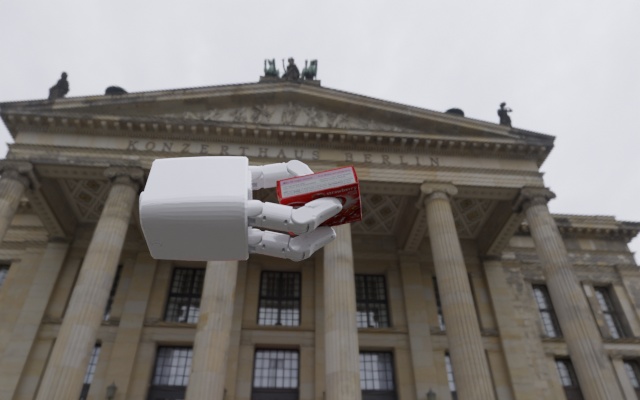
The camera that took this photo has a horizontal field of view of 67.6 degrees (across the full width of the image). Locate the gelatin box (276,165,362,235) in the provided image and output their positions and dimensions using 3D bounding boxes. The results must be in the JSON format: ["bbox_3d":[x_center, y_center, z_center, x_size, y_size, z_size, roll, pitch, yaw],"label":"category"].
[{"bbox_3d":[0.000,0.001,0.541,0.089,0.030,0.073,-12,-37,0],"label":"gelatin box"}]
